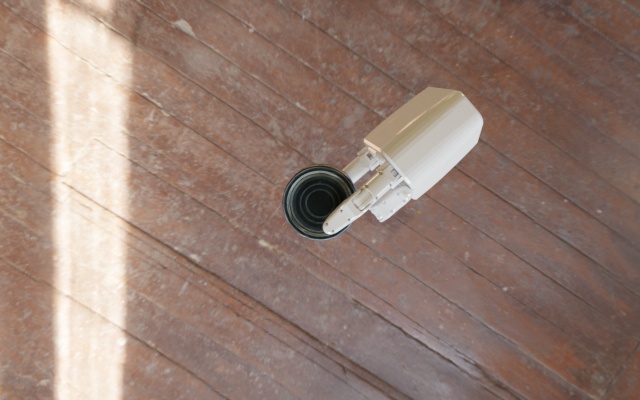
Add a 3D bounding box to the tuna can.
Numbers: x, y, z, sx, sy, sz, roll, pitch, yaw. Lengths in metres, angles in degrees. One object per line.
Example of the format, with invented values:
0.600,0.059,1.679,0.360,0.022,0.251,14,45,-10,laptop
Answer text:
0.000,0.002,0.542,0.086,0.086,0.033,0,7,2,tuna can
